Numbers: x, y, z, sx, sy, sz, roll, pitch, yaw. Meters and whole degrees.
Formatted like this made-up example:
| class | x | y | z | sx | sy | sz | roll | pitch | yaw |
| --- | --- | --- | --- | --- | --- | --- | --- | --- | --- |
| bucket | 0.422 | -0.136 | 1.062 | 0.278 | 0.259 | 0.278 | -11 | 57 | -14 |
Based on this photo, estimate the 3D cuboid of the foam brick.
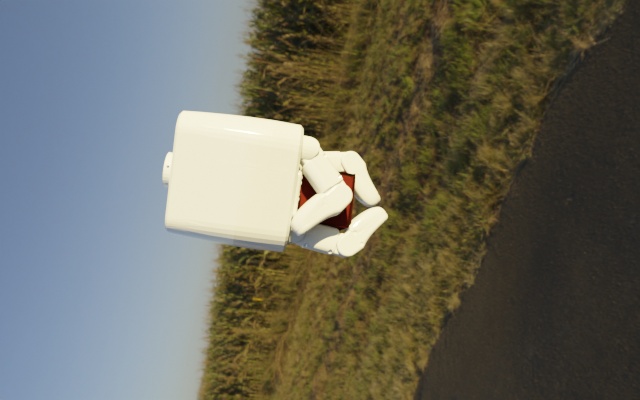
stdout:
| class | x | y | z | sx | sy | sz | roll | pitch | yaw |
| --- | --- | --- | --- | --- | --- | --- | --- | --- | --- |
| foam brick | 0.000 | 0.002 | 0.473 | 0.051 | 0.053 | 0.078 | 7 | -10 | -8 |
